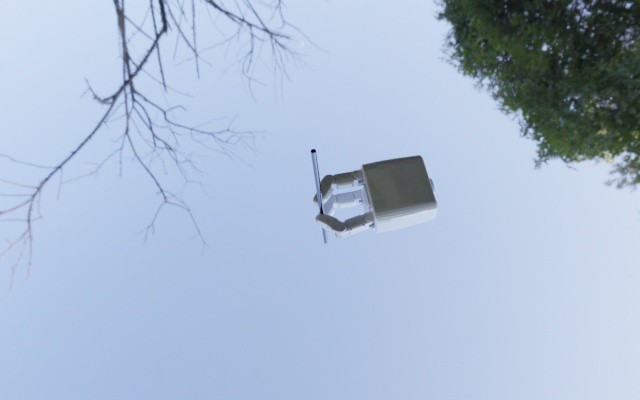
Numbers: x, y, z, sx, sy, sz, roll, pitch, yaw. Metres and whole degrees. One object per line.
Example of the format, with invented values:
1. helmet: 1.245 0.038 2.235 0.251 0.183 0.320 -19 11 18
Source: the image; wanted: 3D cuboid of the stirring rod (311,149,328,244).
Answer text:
1. stirring rod: 0.000 0.002 0.767 0.011 0.011 0.240 0 -37 6
